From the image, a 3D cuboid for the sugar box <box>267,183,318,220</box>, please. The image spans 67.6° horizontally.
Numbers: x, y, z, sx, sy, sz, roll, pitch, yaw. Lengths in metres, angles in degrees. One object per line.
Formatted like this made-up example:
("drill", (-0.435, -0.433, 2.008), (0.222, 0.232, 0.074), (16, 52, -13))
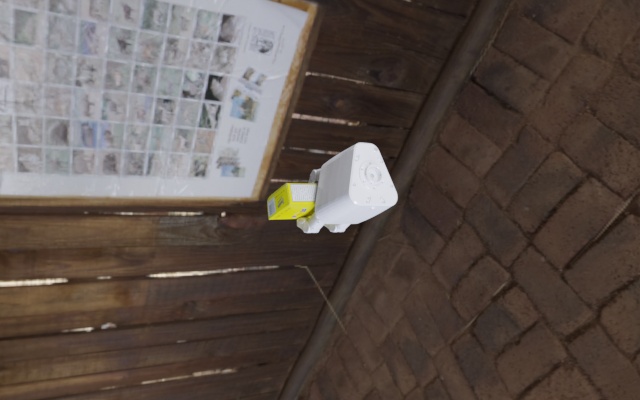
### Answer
("sugar box", (0.000, 0.003, 0.871), (0.176, 0.048, 0.093), (2, -19, -29))
